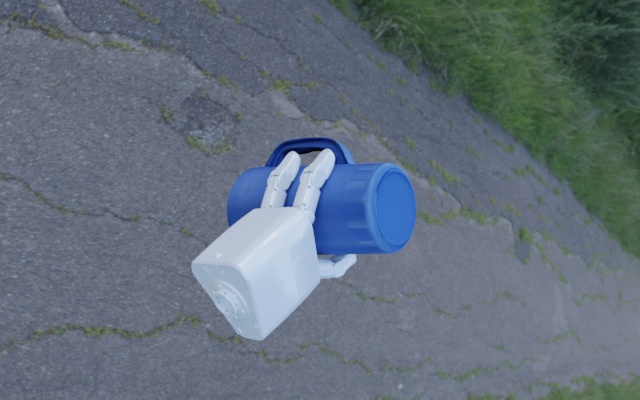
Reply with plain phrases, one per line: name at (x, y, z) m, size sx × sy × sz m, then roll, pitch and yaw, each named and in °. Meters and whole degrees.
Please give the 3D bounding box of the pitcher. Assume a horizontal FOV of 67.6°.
pitcher at (0.000, 0.002, 0.639) m, size 0.243 × 0.149 × 0.145 m, roll -3°, pitch 27°, yaw 41°
